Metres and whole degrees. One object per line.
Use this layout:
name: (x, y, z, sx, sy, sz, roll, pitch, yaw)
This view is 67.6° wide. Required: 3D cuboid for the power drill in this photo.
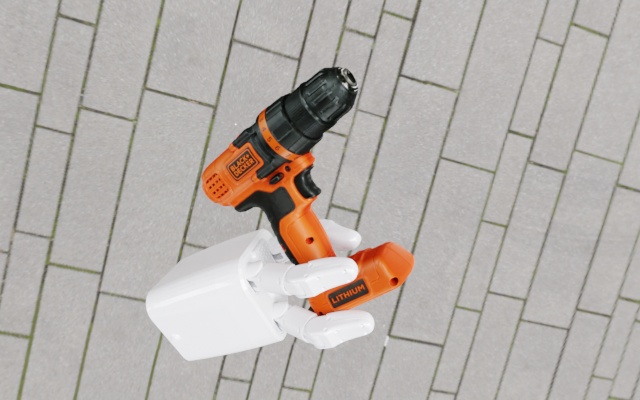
power drill: (0.000, 0.002, 0.423, 0.184, 0.187, 0.057, -33, 3, 35)
